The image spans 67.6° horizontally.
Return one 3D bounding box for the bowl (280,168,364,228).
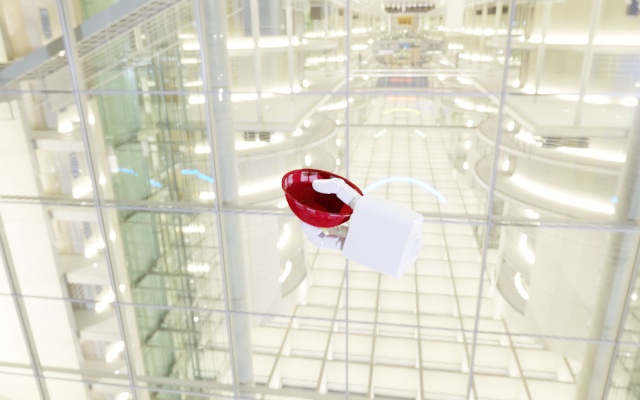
[{"bbox_3d":[-0.001,0.003,0.880,0.162,0.055,0.162,13,30,-7],"label":"bowl"}]
